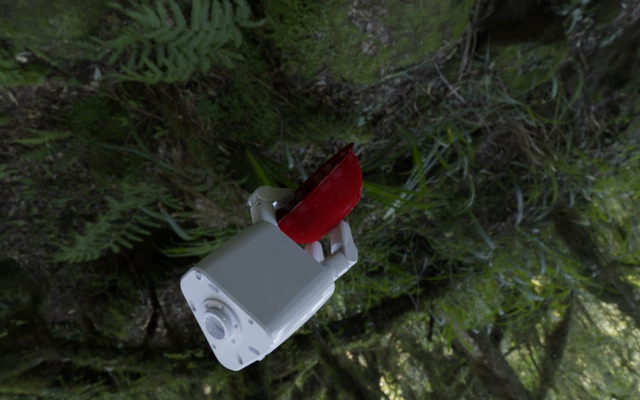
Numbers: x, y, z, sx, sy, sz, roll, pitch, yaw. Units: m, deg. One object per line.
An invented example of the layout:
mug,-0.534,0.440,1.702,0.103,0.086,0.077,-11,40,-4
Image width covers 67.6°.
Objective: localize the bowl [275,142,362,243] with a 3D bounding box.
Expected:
bowl,0.001,0.001,0.597,0.162,0.055,0.162,-44,8,7
